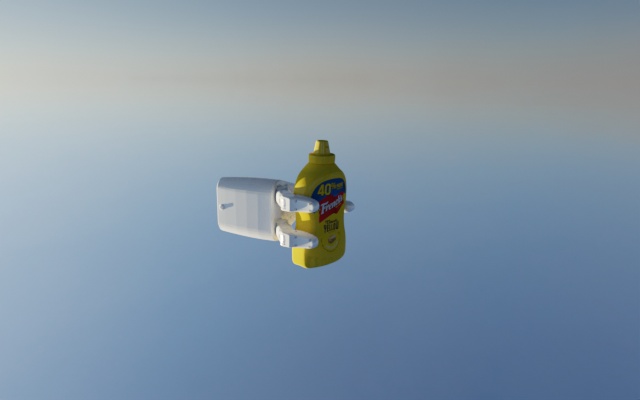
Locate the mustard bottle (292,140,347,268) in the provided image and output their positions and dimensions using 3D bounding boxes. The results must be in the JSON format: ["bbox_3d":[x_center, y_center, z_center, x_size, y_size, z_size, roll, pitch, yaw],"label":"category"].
[{"bbox_3d":[0.000,0.003,0.740,0.096,0.192,0.058,-13,20,-43],"label":"mustard bottle"}]
